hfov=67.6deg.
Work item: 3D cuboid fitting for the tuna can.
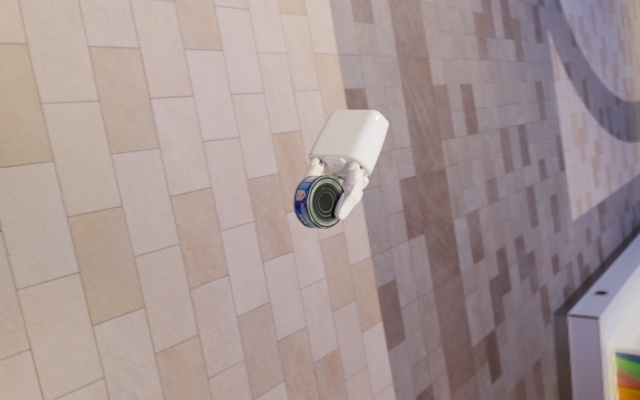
[{"bbox_3d":[0.000,0.003,0.758,0.086,0.086,0.034,0,1,-42],"label":"tuna can"}]
